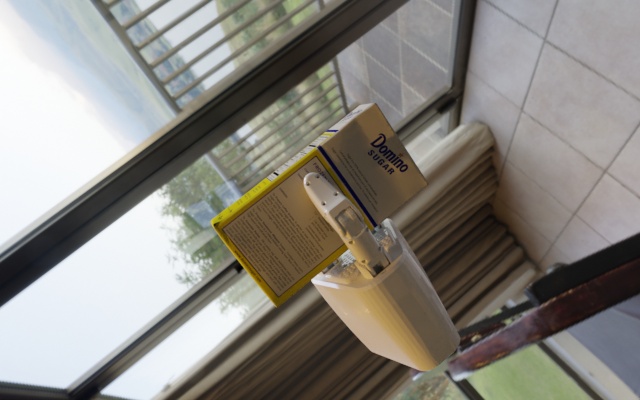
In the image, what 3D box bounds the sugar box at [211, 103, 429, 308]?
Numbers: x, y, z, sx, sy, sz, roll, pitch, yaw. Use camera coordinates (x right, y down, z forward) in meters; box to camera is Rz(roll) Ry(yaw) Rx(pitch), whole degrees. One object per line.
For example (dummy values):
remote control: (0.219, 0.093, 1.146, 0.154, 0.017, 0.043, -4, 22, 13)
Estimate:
sugar box: (0.000, 0.002, 0.428, 0.176, 0.093, 0.048, -38, 16, -9)
